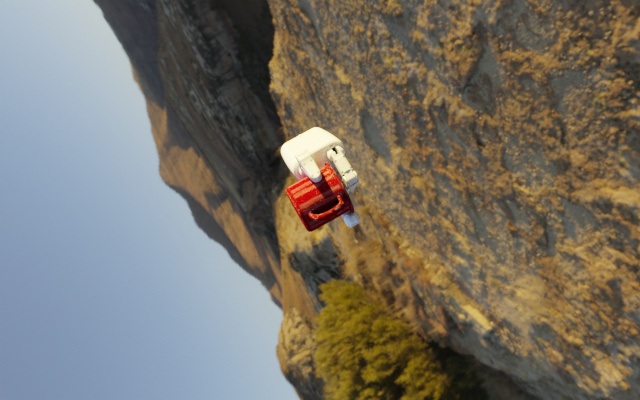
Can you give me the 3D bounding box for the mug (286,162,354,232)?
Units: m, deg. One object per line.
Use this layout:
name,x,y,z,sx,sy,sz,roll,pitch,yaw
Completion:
mug,0.000,0.003,0.760,0.081,0.093,0.117,-29,28,-5
